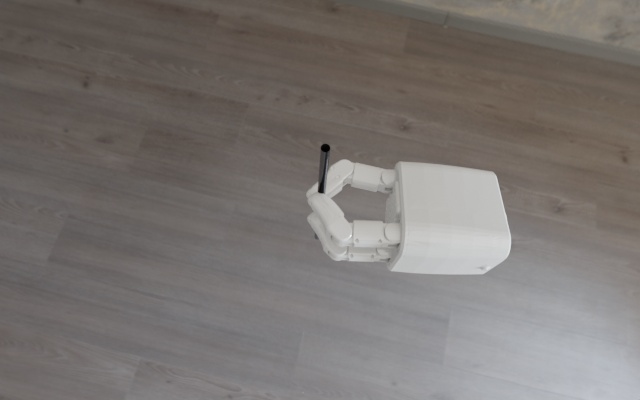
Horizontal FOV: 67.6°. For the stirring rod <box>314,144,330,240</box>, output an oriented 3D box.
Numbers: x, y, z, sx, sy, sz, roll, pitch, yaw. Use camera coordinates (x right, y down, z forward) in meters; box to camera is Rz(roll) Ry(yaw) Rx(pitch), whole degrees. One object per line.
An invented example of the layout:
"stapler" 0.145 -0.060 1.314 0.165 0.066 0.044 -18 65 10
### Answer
"stirring rod" 0.000 0.002 0.505 0.011 0.011 0.240 0 -22 -2
